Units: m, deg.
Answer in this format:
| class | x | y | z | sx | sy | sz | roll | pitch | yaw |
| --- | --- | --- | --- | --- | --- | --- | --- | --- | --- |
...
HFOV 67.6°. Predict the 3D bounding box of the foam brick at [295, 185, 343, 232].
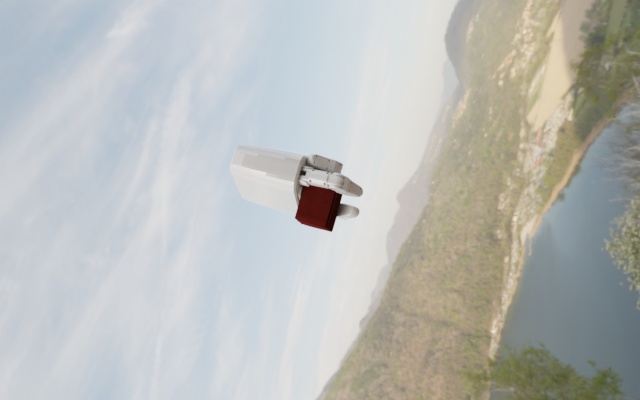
| class | x | y | z | sx | sy | sz | roll | pitch | yaw |
| --- | --- | --- | --- | --- | --- | --- | --- | --- | --- |
| foam brick | 0.000 | 0.003 | 0.715 | 0.051 | 0.078 | 0.053 | 13 | -10 | 12 |
